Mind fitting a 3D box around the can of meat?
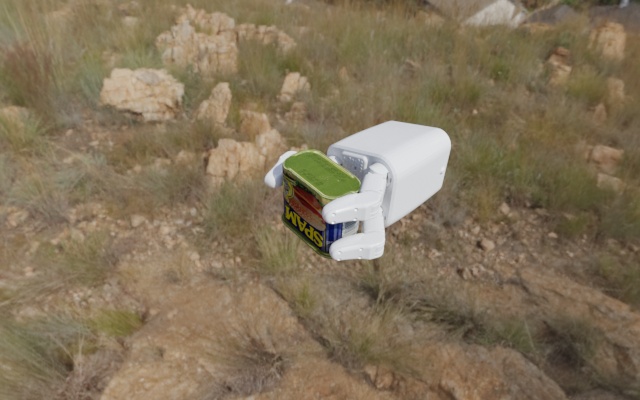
[{"bbox_3d":[0.000,0.001,0.538,0.057,0.084,0.102,-26,47,-30],"label":"can of meat"}]
